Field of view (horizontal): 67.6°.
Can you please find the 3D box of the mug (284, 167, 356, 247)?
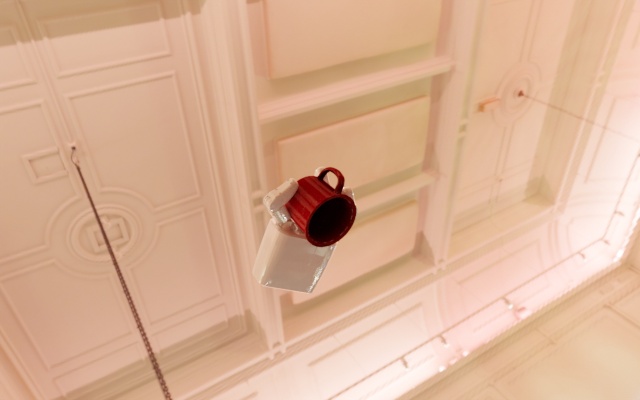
[{"bbox_3d":[0.000,0.001,0.745,0.093,0.117,0.081,6,24,-40],"label":"mug"}]
